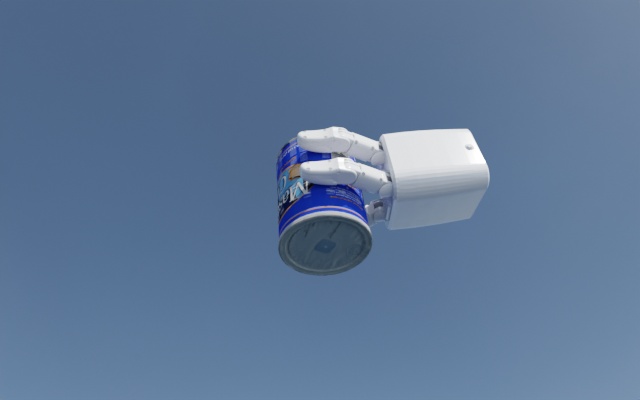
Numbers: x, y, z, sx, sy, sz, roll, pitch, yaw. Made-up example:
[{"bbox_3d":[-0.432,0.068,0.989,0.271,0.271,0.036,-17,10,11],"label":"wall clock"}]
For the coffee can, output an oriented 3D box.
[{"bbox_3d":[0.000,0.002,0.563,0.103,0.140,0.103,-3,-45,-3],"label":"coffee can"}]
